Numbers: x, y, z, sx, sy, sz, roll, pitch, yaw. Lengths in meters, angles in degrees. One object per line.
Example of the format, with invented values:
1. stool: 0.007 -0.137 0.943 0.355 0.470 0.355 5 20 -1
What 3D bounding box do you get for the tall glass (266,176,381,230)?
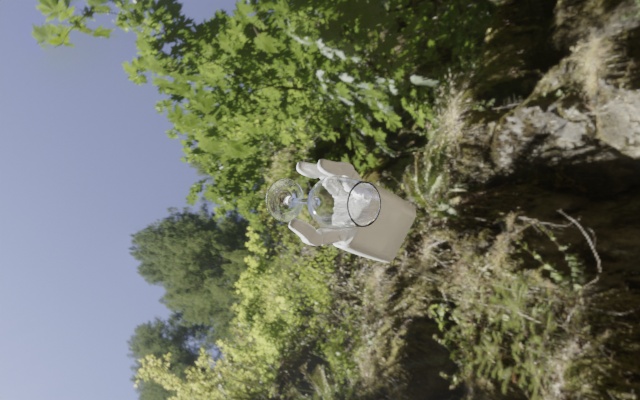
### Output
1. tall glass: 0.000 0.002 0.722 0.079 0.079 0.201 0 2 -37
